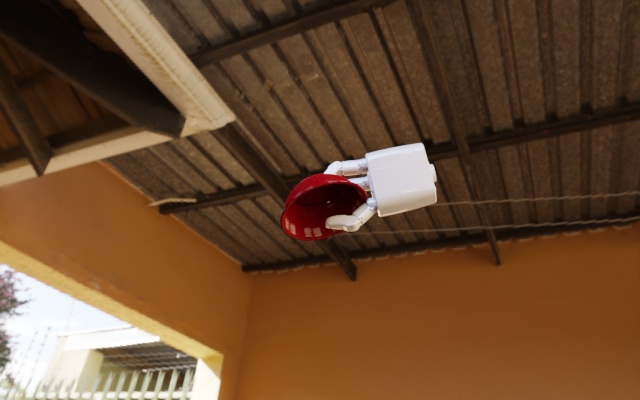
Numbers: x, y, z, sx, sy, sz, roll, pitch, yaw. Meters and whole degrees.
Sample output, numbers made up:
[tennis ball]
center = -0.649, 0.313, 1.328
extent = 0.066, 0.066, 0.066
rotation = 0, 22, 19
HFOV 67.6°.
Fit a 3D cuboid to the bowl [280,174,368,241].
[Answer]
[bowl]
center = -0.001, 0.003, 0.855
extent = 0.162, 0.055, 0.162
rotation = -14, -37, -11
